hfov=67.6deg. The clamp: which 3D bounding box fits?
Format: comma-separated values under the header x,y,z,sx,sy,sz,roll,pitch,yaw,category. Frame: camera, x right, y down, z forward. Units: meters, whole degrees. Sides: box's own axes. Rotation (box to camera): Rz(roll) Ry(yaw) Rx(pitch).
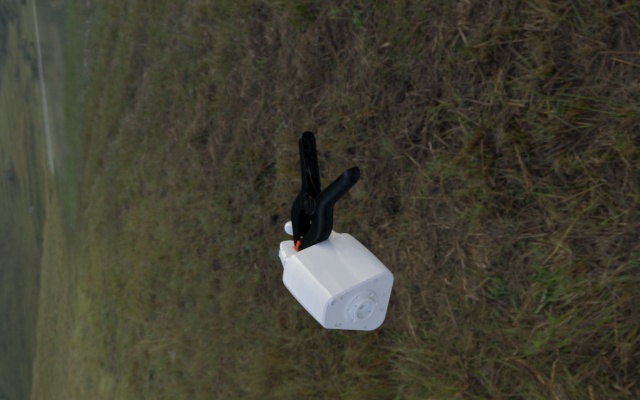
x,y,z,sx,sy,sz,roll,pitch,yaw,category
0.000,0.002,0.654,0.039,0.171,0.120,-8,27,-31,clamp
